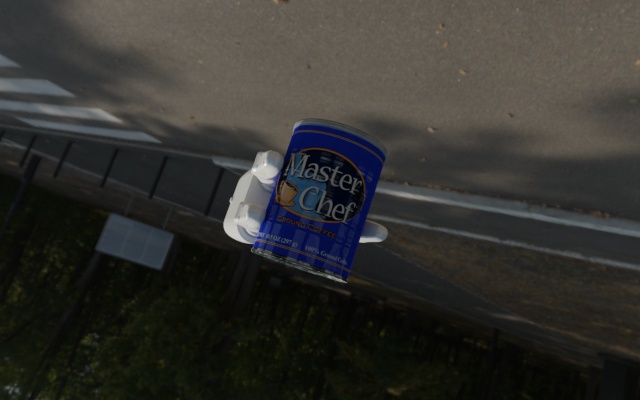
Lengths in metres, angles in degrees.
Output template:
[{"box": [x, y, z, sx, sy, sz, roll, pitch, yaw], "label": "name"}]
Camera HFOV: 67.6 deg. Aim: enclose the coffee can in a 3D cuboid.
[{"box": [0.000, 0.001, 0.491, 0.103, 0.140, 0.103, 18, -10, 3], "label": "coffee can"}]
